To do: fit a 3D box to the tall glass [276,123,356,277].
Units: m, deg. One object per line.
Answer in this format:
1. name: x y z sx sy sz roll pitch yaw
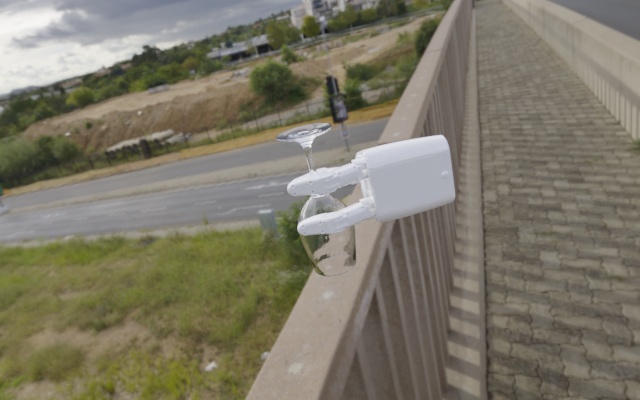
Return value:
1. tall glass: 0.000 0.002 0.647 0.079 0.201 0.079 -11 21 4
